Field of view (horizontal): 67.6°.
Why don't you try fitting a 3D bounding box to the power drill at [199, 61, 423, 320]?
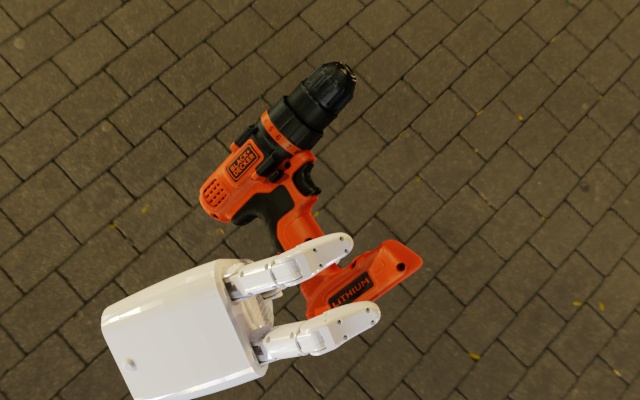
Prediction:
[{"bbox_3d":[0.000,0.002,0.409,0.184,0.187,0.057,-43,-17,21],"label":"power drill"}]
